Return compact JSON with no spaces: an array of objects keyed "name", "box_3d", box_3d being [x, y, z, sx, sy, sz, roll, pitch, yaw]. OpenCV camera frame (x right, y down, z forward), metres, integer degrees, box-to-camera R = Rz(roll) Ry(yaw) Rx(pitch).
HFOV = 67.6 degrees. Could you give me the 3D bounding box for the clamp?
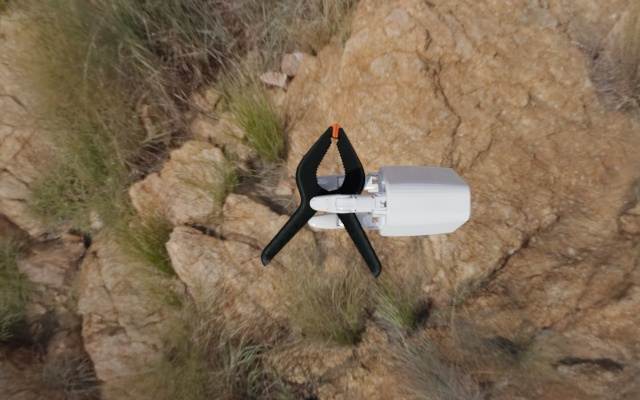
[{"name":"clamp","box_3d":[0.000,0.002,0.648,0.164,0.210,0.036,-1,2,-1]}]
